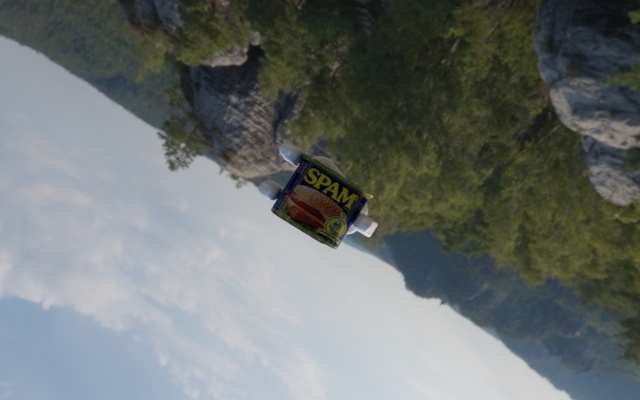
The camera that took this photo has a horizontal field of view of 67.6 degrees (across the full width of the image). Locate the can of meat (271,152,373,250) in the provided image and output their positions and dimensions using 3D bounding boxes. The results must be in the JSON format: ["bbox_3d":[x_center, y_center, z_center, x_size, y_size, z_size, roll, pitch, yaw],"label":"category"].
[{"bbox_3d":[0.000,0.002,0.601,0.102,0.084,0.057,32,2,-5],"label":"can of meat"}]
